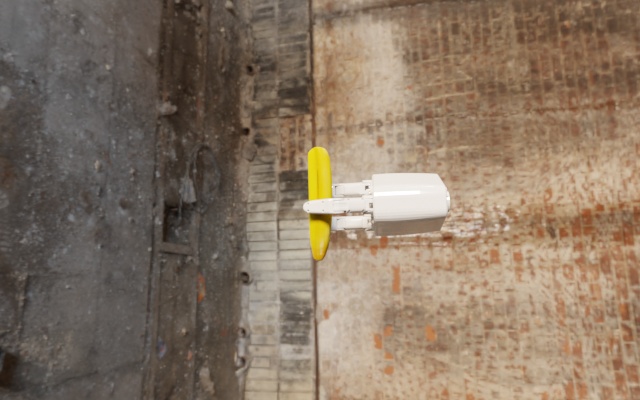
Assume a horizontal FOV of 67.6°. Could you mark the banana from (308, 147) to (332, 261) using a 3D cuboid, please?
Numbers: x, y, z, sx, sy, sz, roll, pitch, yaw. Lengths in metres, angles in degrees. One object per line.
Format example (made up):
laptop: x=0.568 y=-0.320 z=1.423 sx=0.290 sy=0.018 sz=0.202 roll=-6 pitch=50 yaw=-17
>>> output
banana: x=0.000 y=-0.009 z=0.740 sx=0.037 sy=0.197 sz=0.070 roll=-2 pitch=-26 yaw=0
